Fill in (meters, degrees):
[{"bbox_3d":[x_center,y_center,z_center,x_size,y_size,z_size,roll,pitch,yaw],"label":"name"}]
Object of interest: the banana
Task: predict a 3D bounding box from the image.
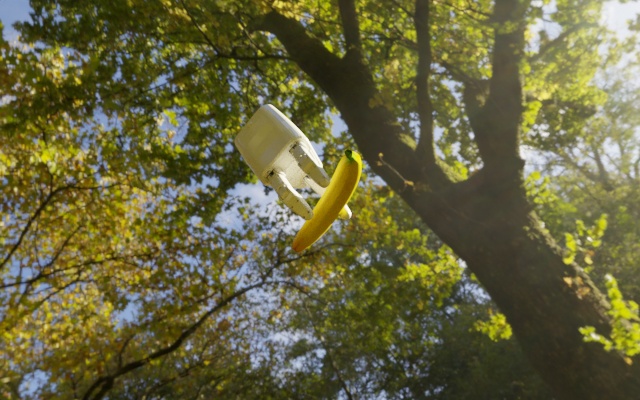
[{"bbox_3d":[0.014,-0.003,0.715,0.069,0.198,0.037,-12,48,-46],"label":"banana"}]
